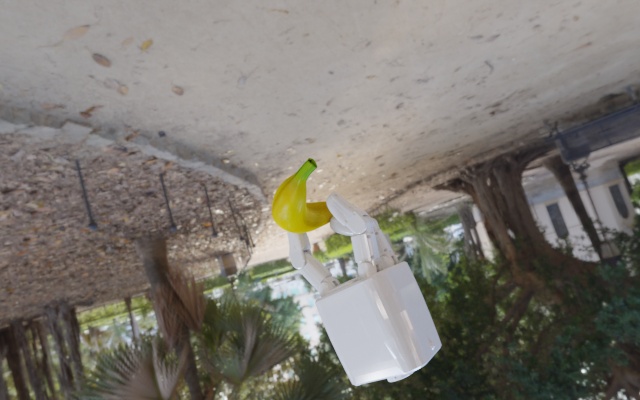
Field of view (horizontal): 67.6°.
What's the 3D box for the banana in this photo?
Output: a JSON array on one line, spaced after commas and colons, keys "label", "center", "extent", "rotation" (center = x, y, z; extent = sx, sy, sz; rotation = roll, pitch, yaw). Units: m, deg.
[{"label": "banana", "center": [-0.017, 0.010, 0.538], "extent": [0.069, 0.037, 0.198], "rotation": [-30, -14, 0]}]
